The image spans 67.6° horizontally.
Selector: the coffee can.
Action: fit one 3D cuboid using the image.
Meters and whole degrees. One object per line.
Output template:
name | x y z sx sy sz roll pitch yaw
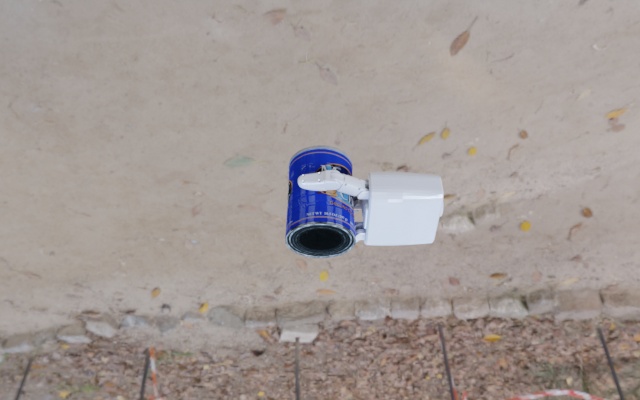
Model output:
coffee can | 0.000 0.002 0.726 0.103 0.140 0.103 0 -34 0
